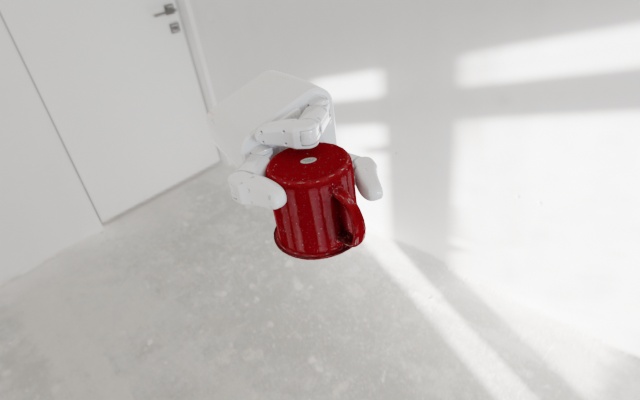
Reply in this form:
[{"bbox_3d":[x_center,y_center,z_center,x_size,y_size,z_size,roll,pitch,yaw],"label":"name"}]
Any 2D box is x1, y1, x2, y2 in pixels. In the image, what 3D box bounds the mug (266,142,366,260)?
[{"bbox_3d":[0.001,0.002,0.450,0.093,0.082,0.117,-26,37,-24],"label":"mug"}]
